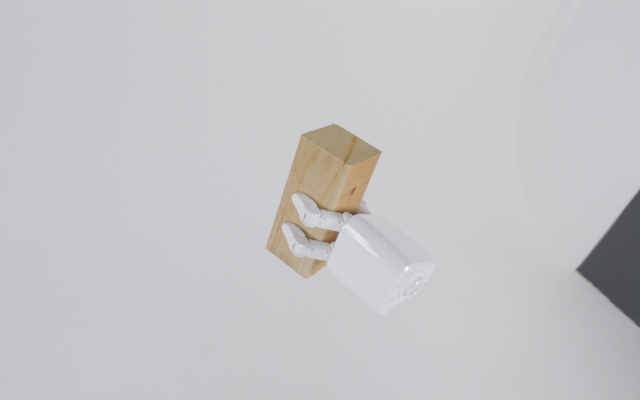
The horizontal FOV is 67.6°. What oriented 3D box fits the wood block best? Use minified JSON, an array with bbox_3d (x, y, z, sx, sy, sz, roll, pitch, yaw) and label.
[{"bbox_3d":[0.001,0.002,0.717,0.090,0.206,0.091,34,34,21],"label":"wood block"}]
